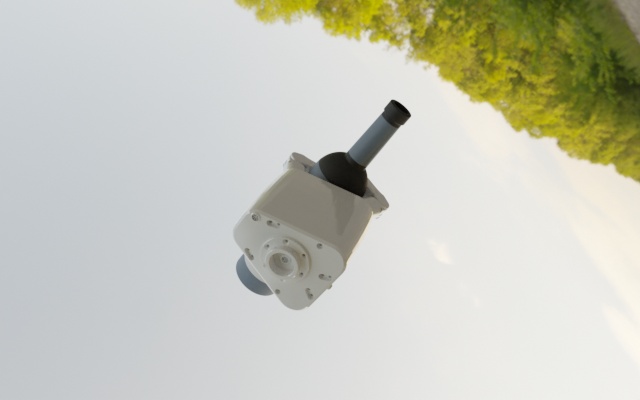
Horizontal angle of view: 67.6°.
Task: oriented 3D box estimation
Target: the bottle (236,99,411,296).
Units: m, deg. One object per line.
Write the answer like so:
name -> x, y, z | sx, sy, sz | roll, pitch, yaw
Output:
bottle -> 0.000, 0.002, 0.564 | 0.069, 0.069, 0.296 | 0, -42, -49
